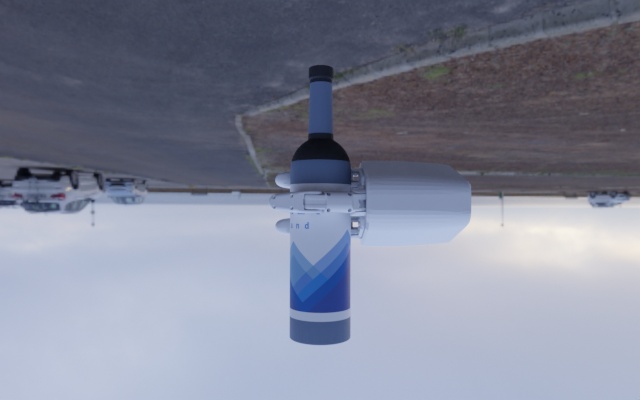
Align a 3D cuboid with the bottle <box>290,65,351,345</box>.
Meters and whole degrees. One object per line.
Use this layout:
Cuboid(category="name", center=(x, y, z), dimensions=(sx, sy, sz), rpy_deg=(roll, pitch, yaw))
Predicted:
Cuboid(category="bottle", center=(0.000, 0.002, 0.523), dimensions=(0.069, 0.295, 0.069), rpy_deg=(0, -1, 0))
